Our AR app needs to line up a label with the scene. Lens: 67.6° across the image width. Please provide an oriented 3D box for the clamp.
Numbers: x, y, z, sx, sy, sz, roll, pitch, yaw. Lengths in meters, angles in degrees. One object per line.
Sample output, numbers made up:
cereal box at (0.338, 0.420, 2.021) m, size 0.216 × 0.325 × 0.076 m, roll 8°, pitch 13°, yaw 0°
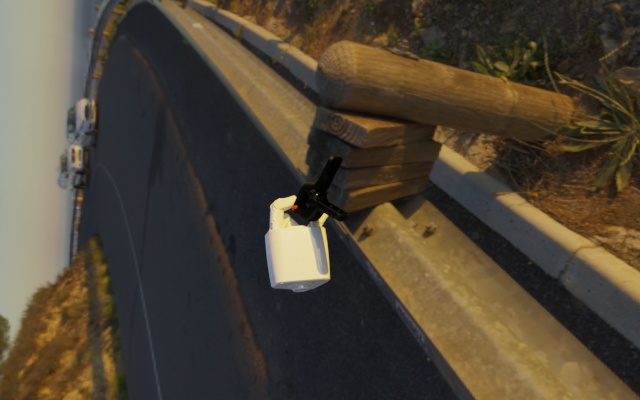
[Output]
clamp at (0.000, 0.003, 0.896) m, size 0.039 × 0.120 × 0.171 m, roll 6°, pitch -27°, yaw -27°
